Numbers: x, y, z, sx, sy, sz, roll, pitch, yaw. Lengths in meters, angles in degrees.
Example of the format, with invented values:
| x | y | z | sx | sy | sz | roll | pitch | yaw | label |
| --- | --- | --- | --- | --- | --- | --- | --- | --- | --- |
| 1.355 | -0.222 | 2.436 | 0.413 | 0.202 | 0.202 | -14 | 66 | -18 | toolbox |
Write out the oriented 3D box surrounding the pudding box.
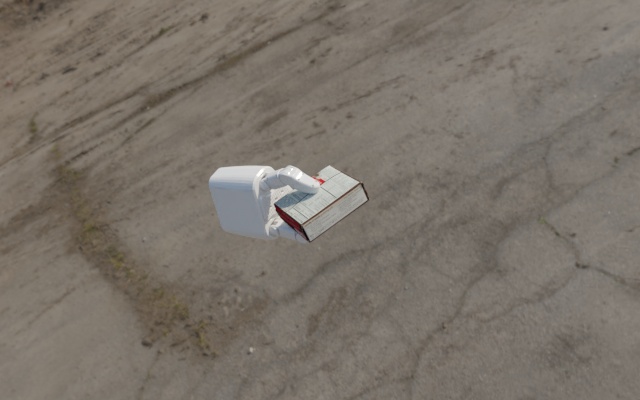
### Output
| x | y | z | sx | sy | sz | roll | pitch | yaw | label |
| --- | --- | --- | --- | --- | --- | --- | --- | --- | --- |
| 0.000 | 0.002 | 0.698 | 0.113 | 0.039 | 0.090 | -36 | 36 | -14 | pudding box |
